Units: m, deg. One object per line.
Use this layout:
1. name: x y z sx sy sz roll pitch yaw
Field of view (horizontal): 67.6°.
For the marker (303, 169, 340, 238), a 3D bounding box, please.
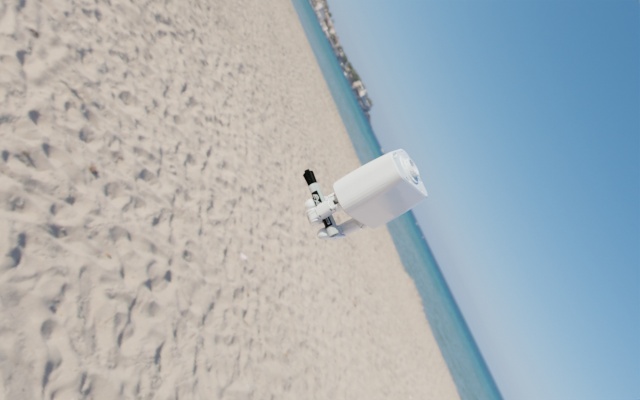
1. marker: 0.000 0.003 0.777 0.020 0.121 0.020 -21 -17 -7
